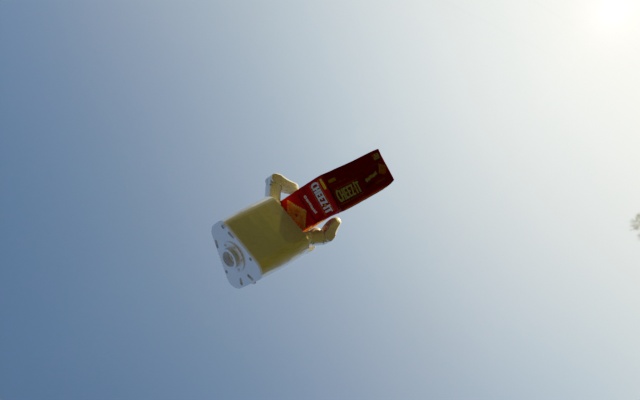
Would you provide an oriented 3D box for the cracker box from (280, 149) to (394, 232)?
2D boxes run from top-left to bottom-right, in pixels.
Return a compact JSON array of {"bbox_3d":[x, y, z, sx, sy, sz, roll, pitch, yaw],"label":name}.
[{"bbox_3d":[0.000,0.003,0.835,0.214,0.072,0.164,-30,-1,44],"label":"cracker box"}]
